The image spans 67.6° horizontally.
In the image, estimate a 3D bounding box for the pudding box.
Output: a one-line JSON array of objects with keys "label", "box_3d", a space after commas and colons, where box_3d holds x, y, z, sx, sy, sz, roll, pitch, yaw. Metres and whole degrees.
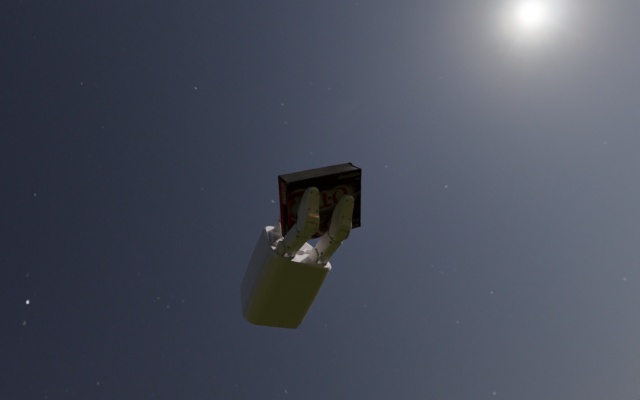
[{"label": "pudding box", "box_3d": [0.000, 0.002, 0.653, 0.113, 0.090, 0.039, -14, 28, -24]}]
